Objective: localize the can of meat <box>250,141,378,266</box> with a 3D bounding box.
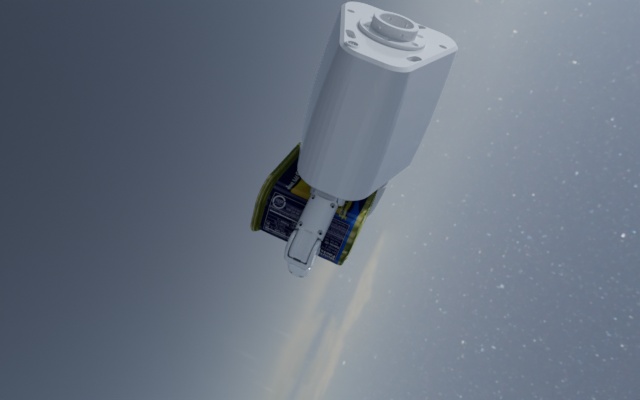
[{"bbox_3d":[0.000,0.002,0.418,0.084,0.057,0.102,24,35,7],"label":"can of meat"}]
